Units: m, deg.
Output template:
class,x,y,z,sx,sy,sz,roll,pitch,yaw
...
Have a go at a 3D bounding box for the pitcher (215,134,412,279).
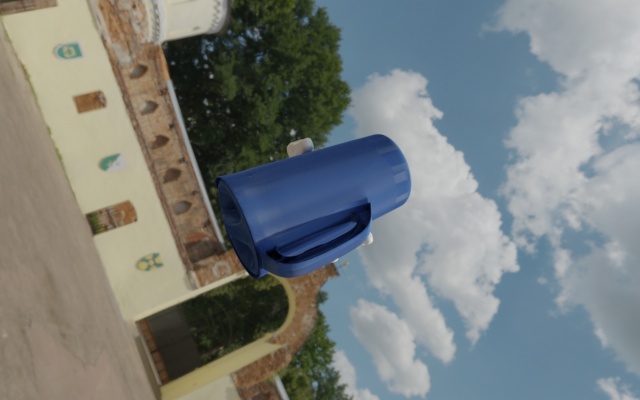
class,x,y,z,sx,sy,sz,roll,pitch,yaw
pitcher,0.000,0.002,0.619,0.243,0.149,0.145,-21,-5,-22
